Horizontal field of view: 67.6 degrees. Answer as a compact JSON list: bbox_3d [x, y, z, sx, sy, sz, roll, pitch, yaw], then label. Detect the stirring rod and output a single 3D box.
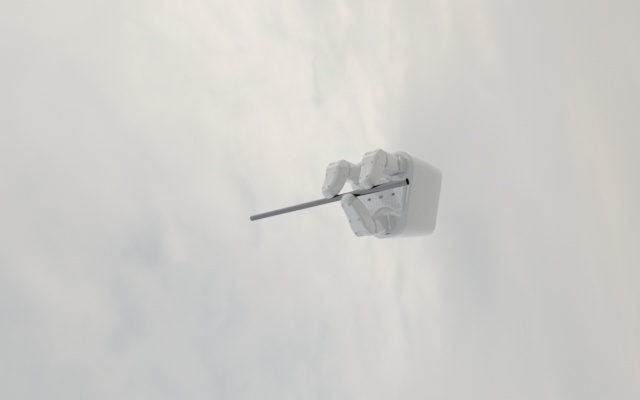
[{"bbox_3d":[0.000,0.002,0.592,0.239,0.011,0.011,-13,-8,36],"label":"stirring rod"}]
